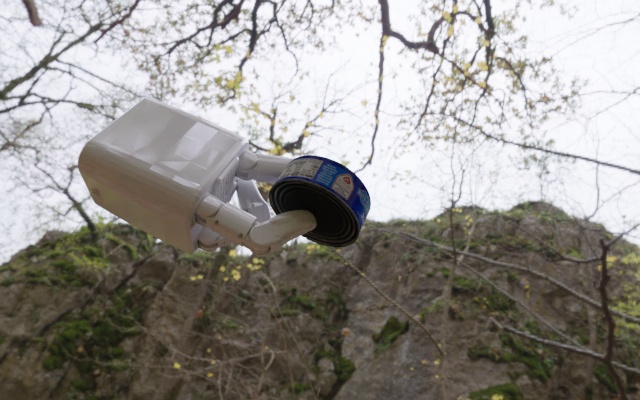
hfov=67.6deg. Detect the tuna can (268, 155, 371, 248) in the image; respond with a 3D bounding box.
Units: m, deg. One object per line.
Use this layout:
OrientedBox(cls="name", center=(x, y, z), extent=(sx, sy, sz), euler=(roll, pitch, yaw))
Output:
OrientedBox(cls="tuna can", center=(0.000, 0.001, 0.418), extent=(0.086, 0.033, 0.086), euler=(20, -34, 14))
